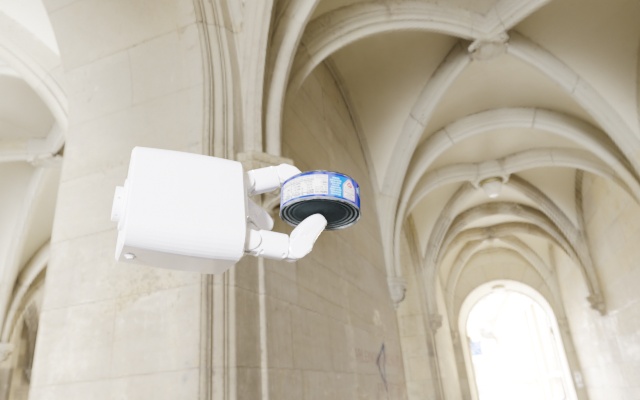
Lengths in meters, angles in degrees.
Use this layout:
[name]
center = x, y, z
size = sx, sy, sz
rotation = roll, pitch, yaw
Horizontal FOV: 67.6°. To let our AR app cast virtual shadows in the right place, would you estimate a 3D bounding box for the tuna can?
[tuna can]
center = 0.000, 0.001, 0.508
size = 0.086, 0.033, 0.086
rotation = 1, -25, 0
